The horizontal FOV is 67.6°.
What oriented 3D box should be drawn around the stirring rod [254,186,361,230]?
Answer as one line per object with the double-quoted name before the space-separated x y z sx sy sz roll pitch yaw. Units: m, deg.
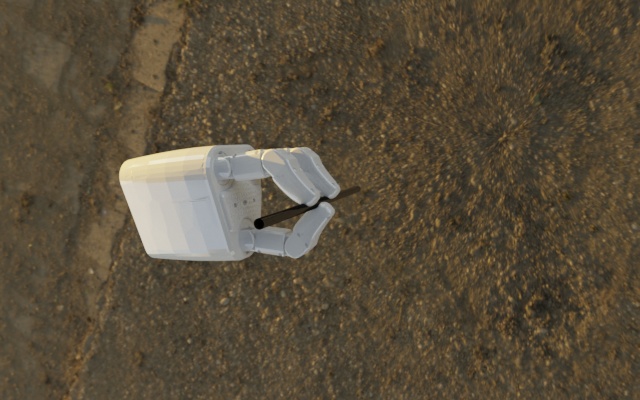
"stirring rod" 0.000 0.001 0.440 0.011 0.011 0.239 0 7 21
